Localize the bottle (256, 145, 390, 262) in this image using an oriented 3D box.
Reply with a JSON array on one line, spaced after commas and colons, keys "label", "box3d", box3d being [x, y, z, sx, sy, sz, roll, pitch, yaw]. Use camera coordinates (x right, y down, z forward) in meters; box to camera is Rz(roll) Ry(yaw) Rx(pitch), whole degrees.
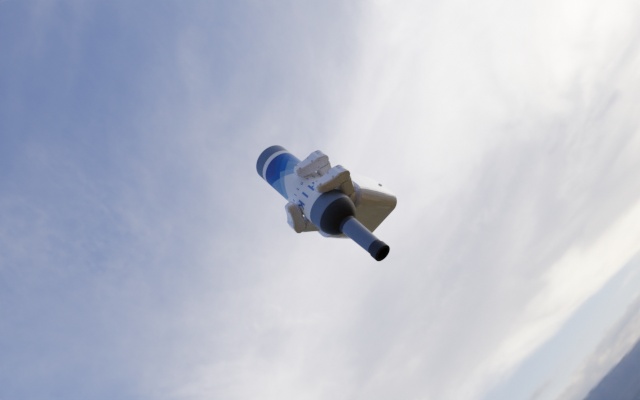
[{"label": "bottle", "box3d": [0.000, 0.002, 0.753, 0.069, 0.069, 0.295, 0, 29, -42]}]
